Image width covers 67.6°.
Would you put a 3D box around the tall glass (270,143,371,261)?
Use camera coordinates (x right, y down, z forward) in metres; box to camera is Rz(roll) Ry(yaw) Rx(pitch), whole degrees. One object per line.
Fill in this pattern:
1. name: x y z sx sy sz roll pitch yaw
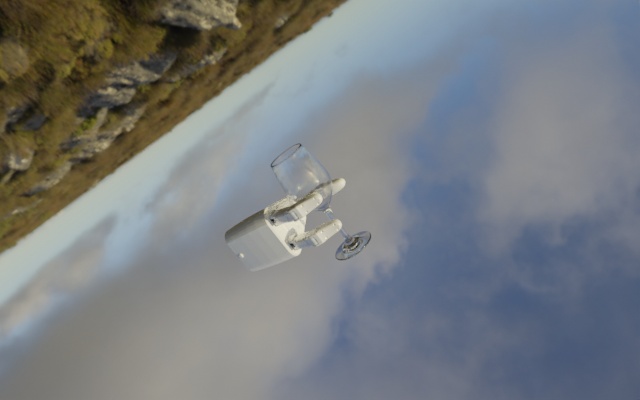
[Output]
1. tall glass: 0.001 0.003 0.800 0.079 0.201 0.079 -33 18 12
